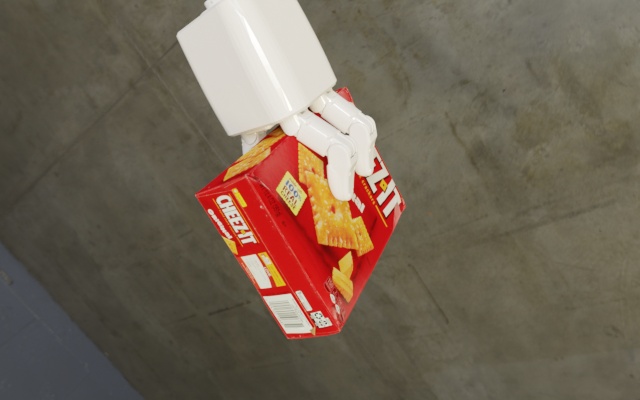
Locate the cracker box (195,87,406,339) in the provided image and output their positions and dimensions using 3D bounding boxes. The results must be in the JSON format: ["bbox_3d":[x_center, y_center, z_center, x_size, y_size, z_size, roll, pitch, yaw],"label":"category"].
[{"bbox_3d":[0.000,0.002,0.478,0.072,0.164,0.213,-16,22,35],"label":"cracker box"}]
